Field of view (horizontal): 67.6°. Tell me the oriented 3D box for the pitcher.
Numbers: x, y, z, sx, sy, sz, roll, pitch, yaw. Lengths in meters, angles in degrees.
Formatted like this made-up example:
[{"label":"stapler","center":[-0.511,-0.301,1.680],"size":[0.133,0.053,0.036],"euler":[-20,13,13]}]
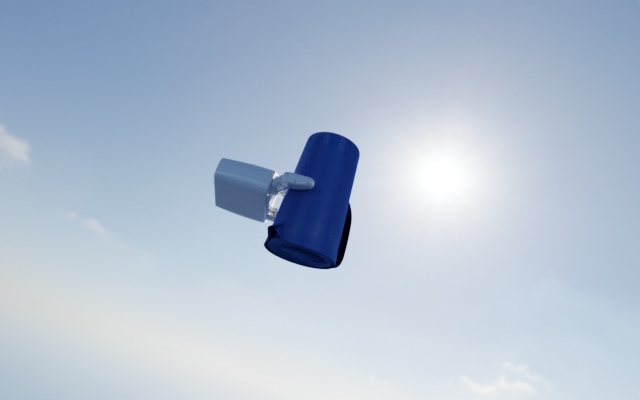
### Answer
[{"label":"pitcher","center":[0.000,0.003,0.898],"size":[0.145,0.242,0.149],"euler":[17,-22,3]}]
